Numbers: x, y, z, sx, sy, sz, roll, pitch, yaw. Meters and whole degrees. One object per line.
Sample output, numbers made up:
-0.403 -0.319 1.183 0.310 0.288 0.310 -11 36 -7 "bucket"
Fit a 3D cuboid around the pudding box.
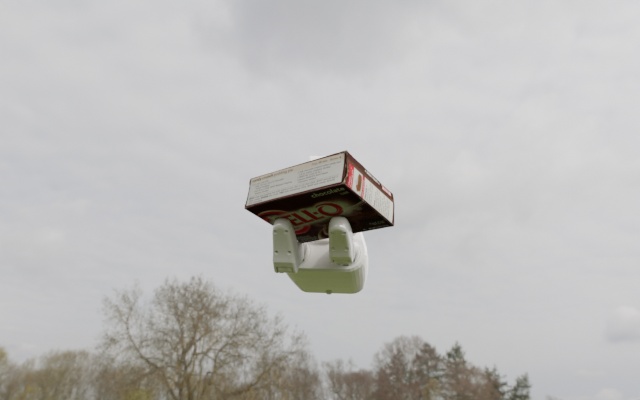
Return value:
0.000 0.001 0.450 0.113 0.039 0.090 -16 -33 32 "pudding box"
